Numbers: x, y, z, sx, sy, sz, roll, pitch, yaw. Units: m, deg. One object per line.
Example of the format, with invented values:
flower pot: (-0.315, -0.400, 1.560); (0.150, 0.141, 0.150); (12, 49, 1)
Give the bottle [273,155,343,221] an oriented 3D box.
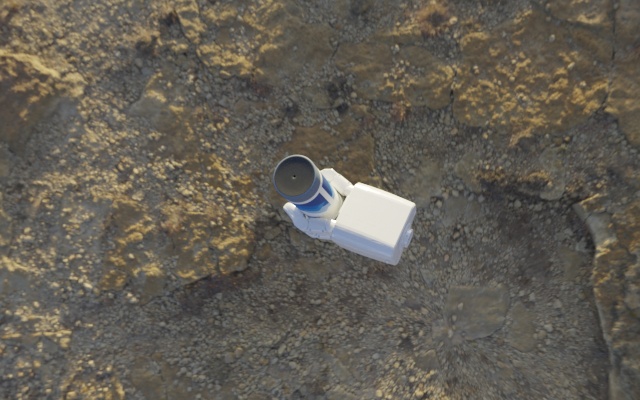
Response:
bottle: (0.000, 0.003, 0.828); (0.069, 0.069, 0.296); (0, -15, 15)
